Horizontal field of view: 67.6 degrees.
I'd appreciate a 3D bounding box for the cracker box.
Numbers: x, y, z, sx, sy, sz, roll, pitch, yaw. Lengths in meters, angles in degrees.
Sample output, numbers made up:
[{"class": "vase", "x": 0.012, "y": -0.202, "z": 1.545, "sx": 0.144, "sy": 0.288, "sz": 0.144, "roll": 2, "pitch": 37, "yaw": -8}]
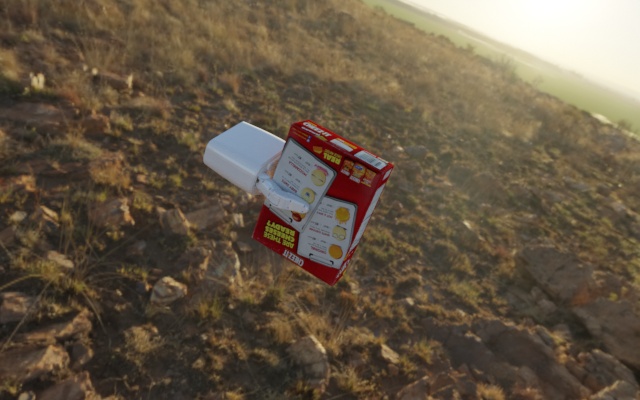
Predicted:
[{"class": "cracker box", "x": 0.000, "y": 0.002, "z": 0.768, "sx": 0.164, "sy": 0.214, "sz": 0.072, "roll": 29, "pitch": 26, "yaw": 16}]
